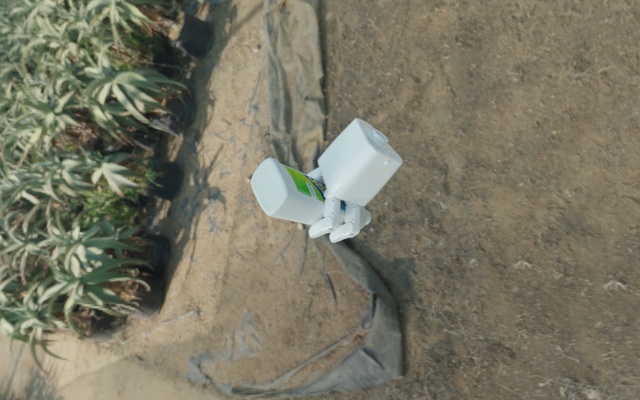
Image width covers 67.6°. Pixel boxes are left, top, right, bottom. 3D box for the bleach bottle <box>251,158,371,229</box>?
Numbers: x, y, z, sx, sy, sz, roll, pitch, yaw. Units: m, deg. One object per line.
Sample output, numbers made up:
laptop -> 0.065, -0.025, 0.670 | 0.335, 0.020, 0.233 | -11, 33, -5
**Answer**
bleach bottle -> 0.000, 0.003, 0.859 | 0.251, 0.102, 0.068 | 16, -56, -45
